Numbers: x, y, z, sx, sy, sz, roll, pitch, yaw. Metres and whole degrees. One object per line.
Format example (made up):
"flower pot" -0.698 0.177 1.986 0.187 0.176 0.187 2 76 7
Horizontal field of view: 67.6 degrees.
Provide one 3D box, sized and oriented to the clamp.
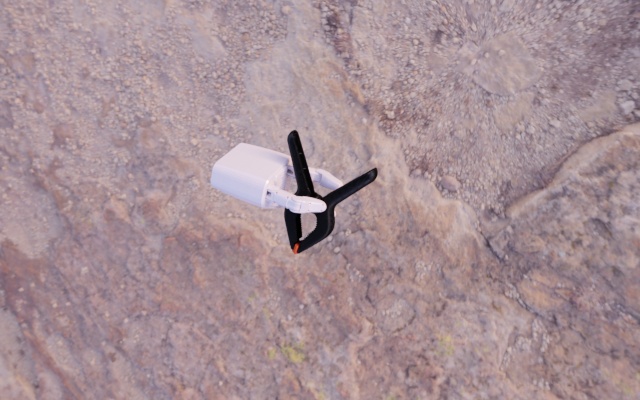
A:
"clamp" -0.001 0.003 0.809 0.164 0.210 0.036 20 22 19
